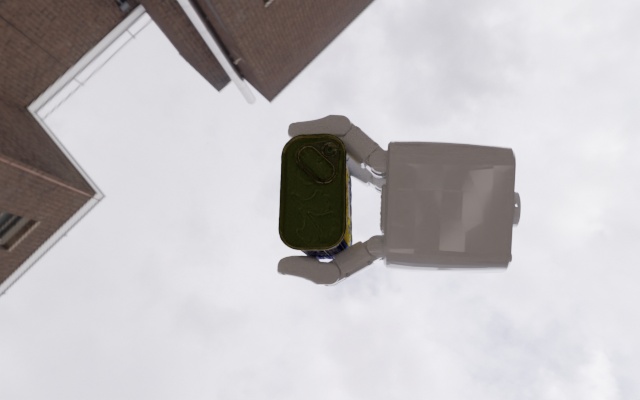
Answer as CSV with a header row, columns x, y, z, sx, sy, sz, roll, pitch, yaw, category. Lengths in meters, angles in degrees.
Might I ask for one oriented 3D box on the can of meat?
x,y,z,sx,sy,sz,roll,pitch,yaw,category
0.000,0.002,0.440,0.057,0.102,0.084,-2,-15,9,can of meat
